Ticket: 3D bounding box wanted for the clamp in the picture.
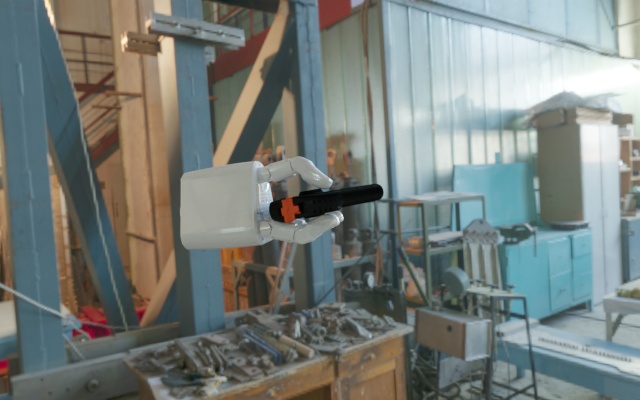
[{"bbox_3d":[0.000,0.001,0.631,0.164,0.036,0.210,-10,1,9],"label":"clamp"}]
